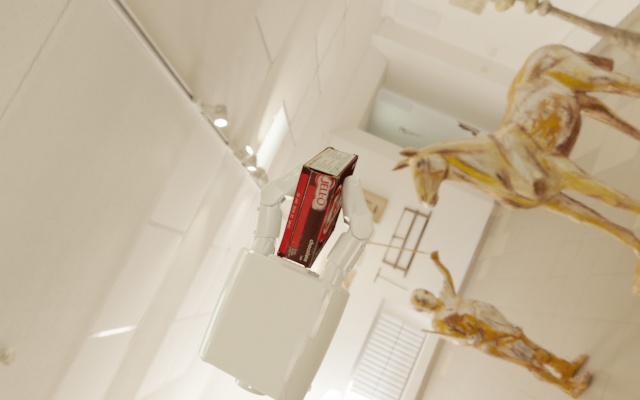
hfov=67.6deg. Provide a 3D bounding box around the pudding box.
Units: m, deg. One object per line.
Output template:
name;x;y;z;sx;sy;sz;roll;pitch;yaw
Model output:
pudding box;0.000;0.002;0.461;0.039;0.090;0.113;20;19;5
